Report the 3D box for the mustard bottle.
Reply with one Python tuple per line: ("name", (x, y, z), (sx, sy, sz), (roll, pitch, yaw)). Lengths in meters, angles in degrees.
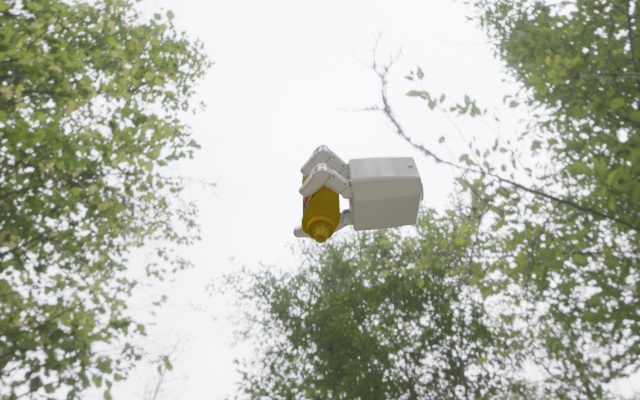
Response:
("mustard bottle", (0.000, 0.002, 0.769), (0.058, 0.096, 0.191), (16, 32, -12))
